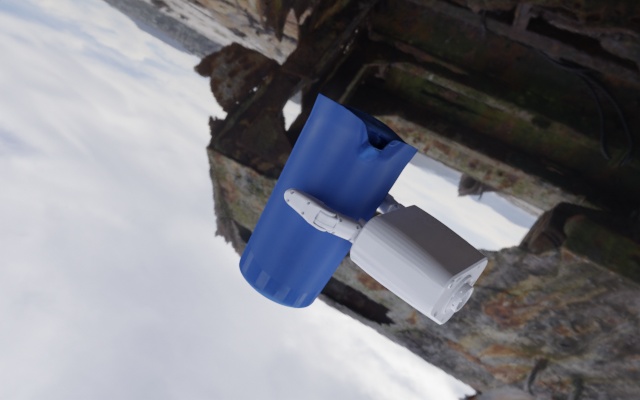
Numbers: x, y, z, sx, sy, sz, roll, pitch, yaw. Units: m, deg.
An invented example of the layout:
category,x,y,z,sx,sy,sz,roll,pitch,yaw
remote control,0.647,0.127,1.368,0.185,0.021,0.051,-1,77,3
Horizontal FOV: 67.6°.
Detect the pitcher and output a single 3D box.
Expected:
category,x,y,z,sx,sy,sz,roll,pitch,yaw
pitcher,0.000,0.002,0.590,0.145,0.243,0.149,37,13,30
